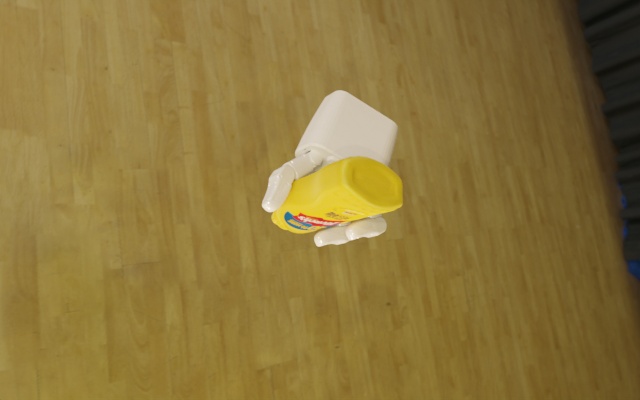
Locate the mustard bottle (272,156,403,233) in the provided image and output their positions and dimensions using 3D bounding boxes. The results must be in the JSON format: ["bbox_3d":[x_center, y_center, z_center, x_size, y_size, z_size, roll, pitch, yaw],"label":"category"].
[{"bbox_3d":[0.000,0.002,0.582,0.096,0.058,0.192,14,-22,-37],"label":"mustard bottle"}]
